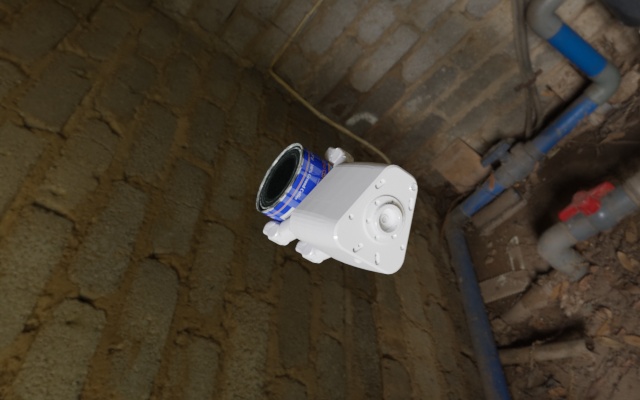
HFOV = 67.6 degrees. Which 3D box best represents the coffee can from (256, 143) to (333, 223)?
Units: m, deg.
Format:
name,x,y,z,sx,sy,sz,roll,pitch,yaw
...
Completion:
name,x,y,z,sx,sy,sz,roll,pitch,yaw
coffee can,0.000,0.002,0.643,0.140,0.102,0.103,31,-14,-25
